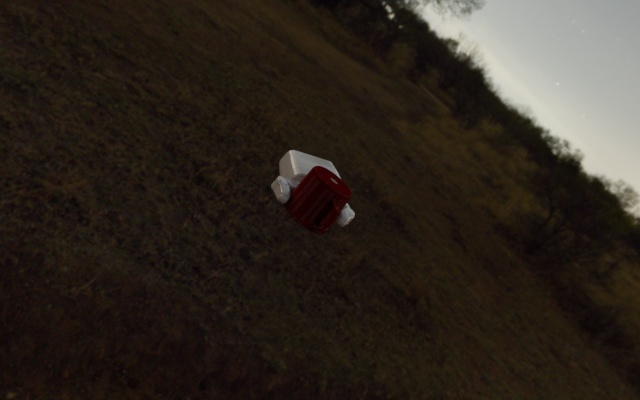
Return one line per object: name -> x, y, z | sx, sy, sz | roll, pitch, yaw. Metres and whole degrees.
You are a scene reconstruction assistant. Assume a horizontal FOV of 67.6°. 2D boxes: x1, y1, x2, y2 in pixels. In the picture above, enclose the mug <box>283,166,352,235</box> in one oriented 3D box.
mug -> 0.000, 0.003, 0.787 | 0.093, 0.081, 0.117 | 30, 21, -29
